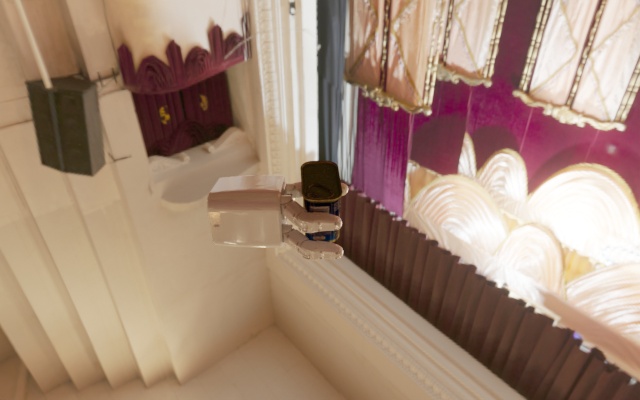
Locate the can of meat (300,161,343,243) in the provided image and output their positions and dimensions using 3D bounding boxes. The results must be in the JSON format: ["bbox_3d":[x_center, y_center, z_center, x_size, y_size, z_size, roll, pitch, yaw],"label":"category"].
[{"bbox_3d":[0.000,0.003,0.715,0.057,0.084,0.102,-2,37,-3],"label":"can of meat"}]
